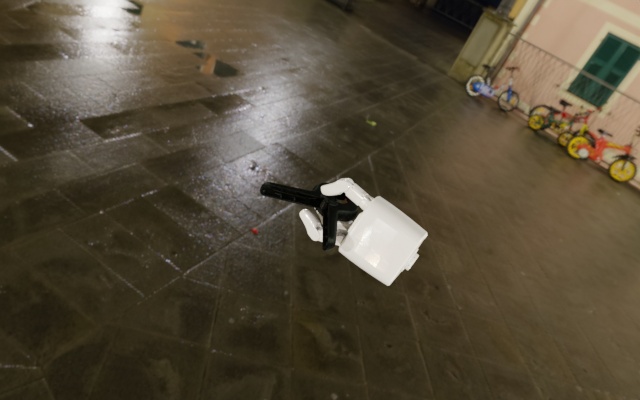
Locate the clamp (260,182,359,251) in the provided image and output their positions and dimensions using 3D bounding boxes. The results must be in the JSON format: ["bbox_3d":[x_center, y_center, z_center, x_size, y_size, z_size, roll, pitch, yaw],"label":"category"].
[{"bbox_3d":[0.001,0.002,0.856,0.164,0.036,0.210,38,30,14],"label":"clamp"}]
